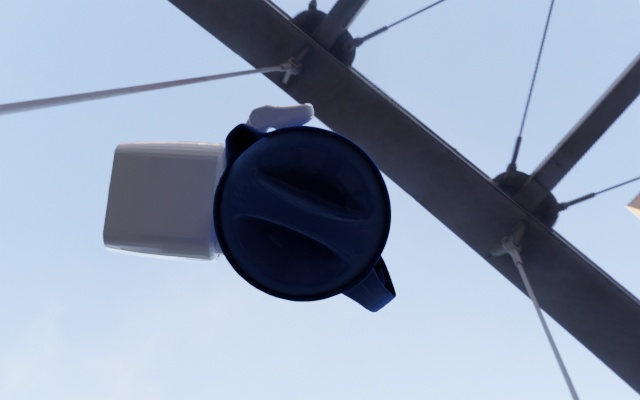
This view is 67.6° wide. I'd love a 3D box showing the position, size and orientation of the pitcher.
[{"bbox_3d":[0.000,0.001,0.464,0.145,0.149,0.243,4,10,4],"label":"pitcher"}]
